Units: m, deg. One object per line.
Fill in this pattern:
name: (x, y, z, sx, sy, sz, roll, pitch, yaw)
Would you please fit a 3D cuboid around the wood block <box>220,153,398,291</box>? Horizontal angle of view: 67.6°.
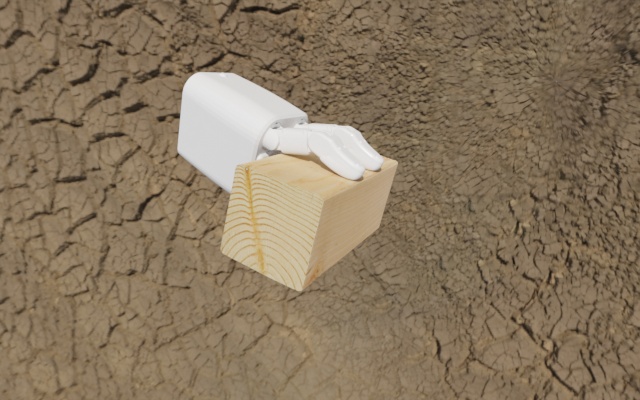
wood block: (0.000, 0.002, 0.498, 0.090, 0.091, 0.206, 22, 21, 20)
